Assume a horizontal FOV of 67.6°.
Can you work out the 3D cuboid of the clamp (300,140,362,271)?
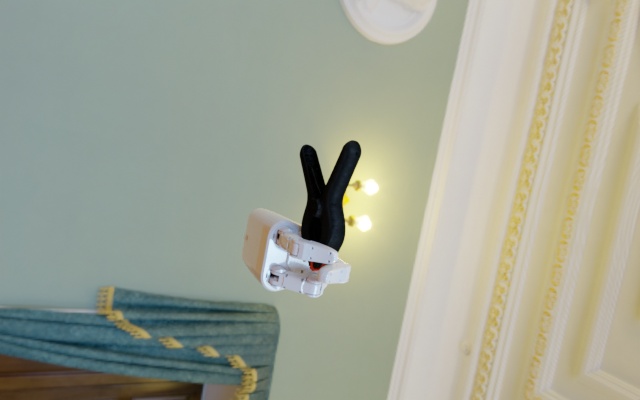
[{"bbox_3d":[0.001,0.002,0.622,0.039,0.171,0.120,8,8,-28],"label":"clamp"}]
